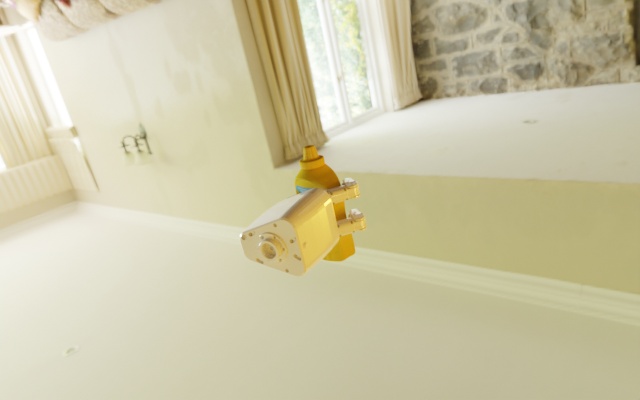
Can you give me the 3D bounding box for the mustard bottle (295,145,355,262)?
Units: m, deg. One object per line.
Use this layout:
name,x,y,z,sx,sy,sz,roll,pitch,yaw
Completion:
mustard bottle,0.000,0.003,0.791,0.058,0.192,0.096,-25,22,-32
